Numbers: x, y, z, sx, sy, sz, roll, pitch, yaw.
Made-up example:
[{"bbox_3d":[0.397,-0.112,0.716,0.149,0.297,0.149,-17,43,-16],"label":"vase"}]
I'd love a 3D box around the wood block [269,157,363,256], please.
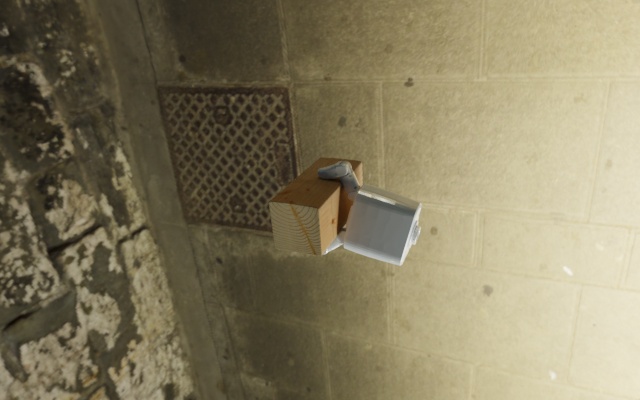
[{"bbox_3d":[0.000,0.003,0.849,0.090,0.091,0.206,7,27,22],"label":"wood block"}]
